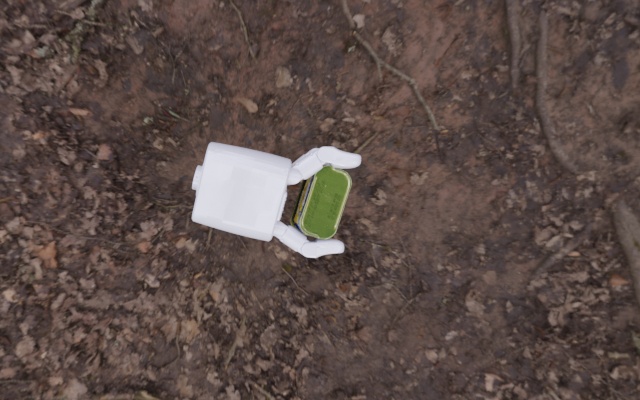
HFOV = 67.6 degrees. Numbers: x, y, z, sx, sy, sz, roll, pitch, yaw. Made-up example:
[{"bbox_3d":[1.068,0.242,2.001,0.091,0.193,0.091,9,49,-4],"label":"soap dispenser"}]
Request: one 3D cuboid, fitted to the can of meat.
[{"bbox_3d":[0.000,0.002,0.661,0.057,0.102,0.084,18,-2,-9],"label":"can of meat"}]
